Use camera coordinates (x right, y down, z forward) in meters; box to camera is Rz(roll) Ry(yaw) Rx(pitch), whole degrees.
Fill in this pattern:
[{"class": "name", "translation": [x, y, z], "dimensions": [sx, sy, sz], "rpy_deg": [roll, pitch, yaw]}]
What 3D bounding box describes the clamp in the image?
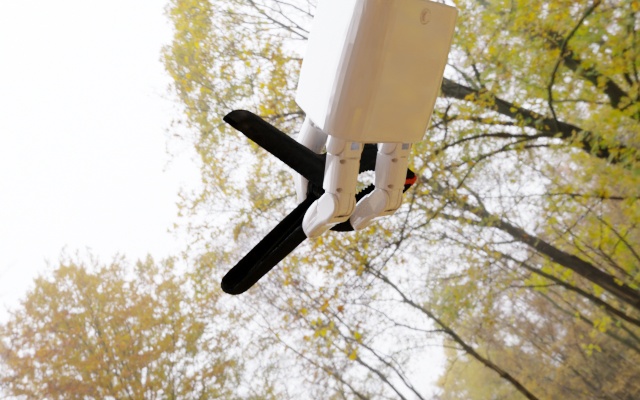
[{"class": "clamp", "translation": [0.000, 0.001, 0.436], "dimensions": [0.210, 0.165, 0.036], "rpy_deg": [-5, 30, -36]}]
